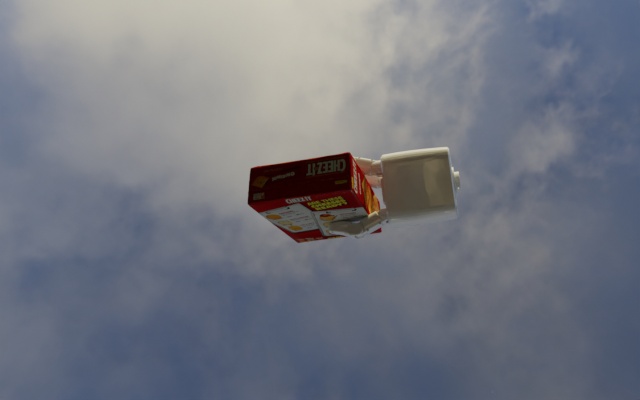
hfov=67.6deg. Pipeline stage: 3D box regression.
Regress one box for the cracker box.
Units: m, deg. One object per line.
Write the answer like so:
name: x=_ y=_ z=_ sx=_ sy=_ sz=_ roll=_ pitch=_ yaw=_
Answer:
cracker box: x=0.000 y=0.003 z=0.793 sx=0.164 sy=0.072 sz=0.214 roll=-8 pitch=-23 yaw=16
